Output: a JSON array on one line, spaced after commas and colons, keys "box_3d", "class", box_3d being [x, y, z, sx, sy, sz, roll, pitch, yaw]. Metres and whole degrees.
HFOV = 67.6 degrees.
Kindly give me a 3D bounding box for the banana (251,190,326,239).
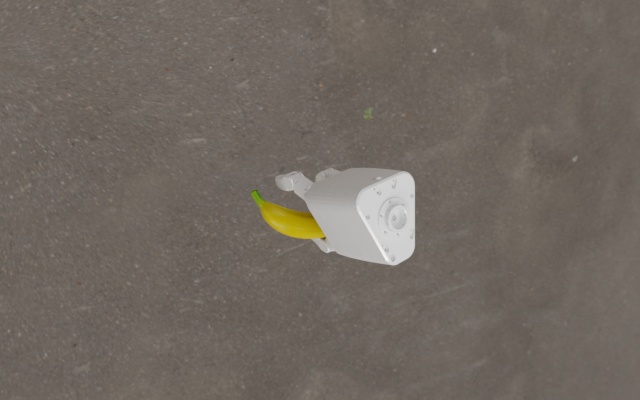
[{"box_3d": [-0.002, 0.021, 0.689, 0.198, 0.069, 0.037, 3, -8, -30], "class": "banana"}]
